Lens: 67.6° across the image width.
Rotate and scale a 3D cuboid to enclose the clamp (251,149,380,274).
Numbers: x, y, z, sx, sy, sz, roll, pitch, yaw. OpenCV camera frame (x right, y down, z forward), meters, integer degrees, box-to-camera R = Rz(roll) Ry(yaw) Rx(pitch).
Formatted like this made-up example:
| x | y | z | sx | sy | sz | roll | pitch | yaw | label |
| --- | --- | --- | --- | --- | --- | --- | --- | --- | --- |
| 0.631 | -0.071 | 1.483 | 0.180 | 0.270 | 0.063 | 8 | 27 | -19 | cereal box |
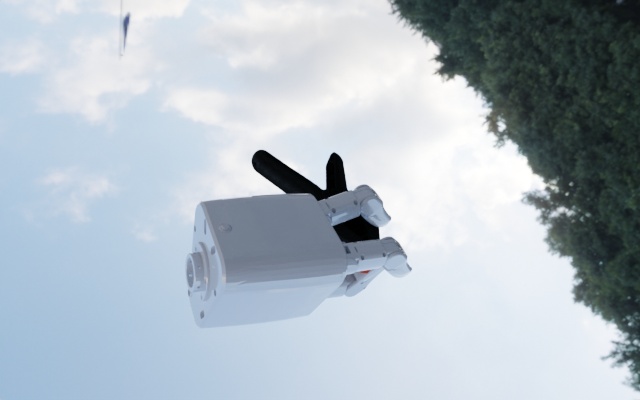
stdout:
| x | y | z | sx | sy | sz | roll | pitch | yaw | label |
| --- | --- | --- | --- | --- | --- | --- | --- | --- | --- |
| 0.000 | 0.002 | 0.497 | 0.120 | 0.039 | 0.171 | -1 | 41 | -29 | clamp |
